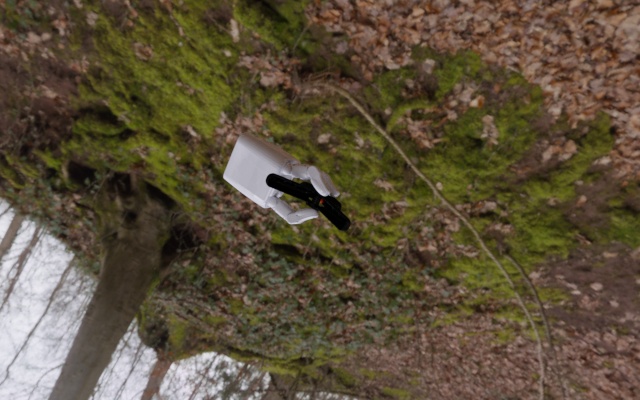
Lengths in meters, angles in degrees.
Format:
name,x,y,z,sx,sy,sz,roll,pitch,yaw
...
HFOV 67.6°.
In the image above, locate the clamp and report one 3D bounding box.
name,x,y,z,sx,sy,sz,roll,pitch,yaw
clamp,0.000,0.003,0.891,0.164,0.036,0.210,33,8,13
